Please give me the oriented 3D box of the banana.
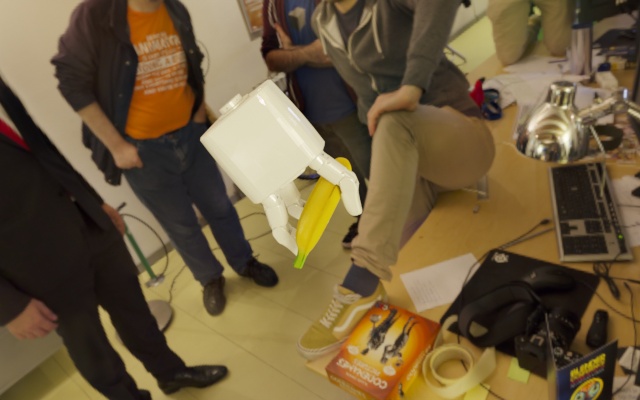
[{"bbox_3d":[0.005,-0.005,0.635,0.037,0.197,0.070,30,-38,-3],"label":"banana"}]
